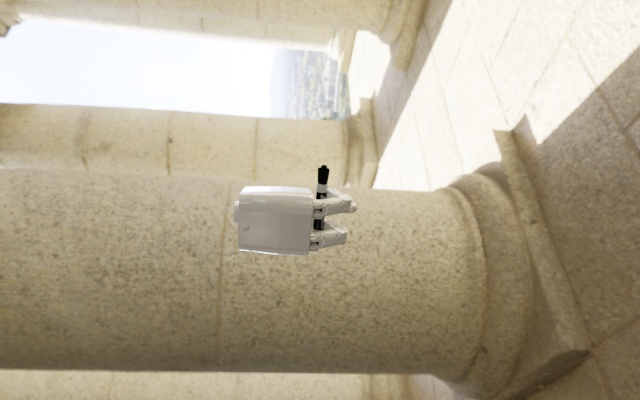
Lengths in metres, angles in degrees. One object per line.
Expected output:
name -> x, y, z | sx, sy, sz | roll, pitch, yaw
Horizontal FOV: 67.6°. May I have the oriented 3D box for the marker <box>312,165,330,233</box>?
marker -> 0.000, 0.002, 0.749 | 0.020, 0.121, 0.020 | 5, 23, -2
